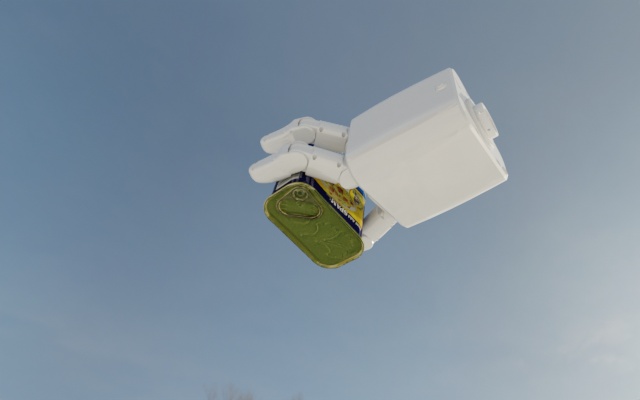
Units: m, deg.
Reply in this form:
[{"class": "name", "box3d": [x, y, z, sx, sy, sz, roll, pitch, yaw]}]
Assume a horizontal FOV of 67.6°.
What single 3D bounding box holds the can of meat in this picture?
[{"class": "can of meat", "box3d": [0.000, 0.001, 0.470, 0.057, 0.102, 0.084, -31, 27, 28]}]
